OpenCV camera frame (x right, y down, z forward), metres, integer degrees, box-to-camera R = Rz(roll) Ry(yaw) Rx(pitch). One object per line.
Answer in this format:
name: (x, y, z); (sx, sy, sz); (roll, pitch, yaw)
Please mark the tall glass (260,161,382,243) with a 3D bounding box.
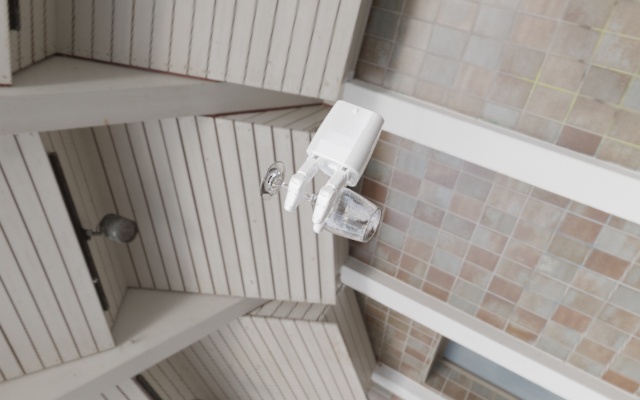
tall glass: (-0.001, 0.003, 0.803); (0.201, 0.079, 0.079); (24, 10, 22)
